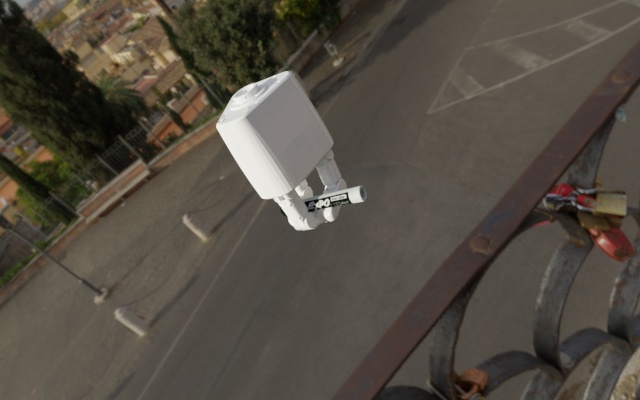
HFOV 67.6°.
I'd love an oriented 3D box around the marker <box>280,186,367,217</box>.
[{"bbox_3d":[0.000,0.002,0.592,0.121,0.020,0.020,-12,-6,32],"label":"marker"}]
